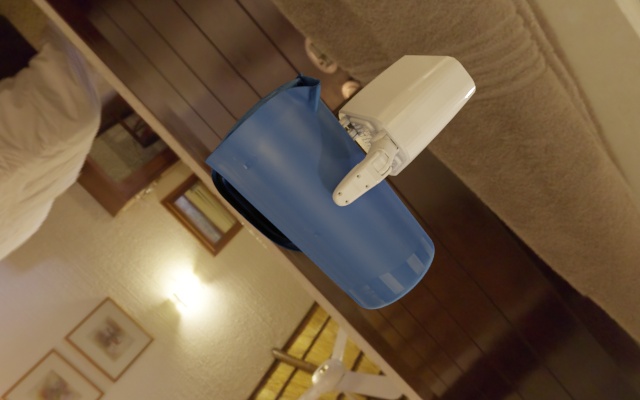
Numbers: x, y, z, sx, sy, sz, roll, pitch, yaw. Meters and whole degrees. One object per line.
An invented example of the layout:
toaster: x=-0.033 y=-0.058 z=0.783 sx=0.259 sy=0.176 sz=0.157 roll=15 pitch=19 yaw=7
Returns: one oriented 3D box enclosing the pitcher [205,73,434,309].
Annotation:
pitcher: x=0.000 y=0.002 z=0.514 sx=0.145 sy=0.243 sz=0.149 roll=-44 pitch=11 yaw=-7
